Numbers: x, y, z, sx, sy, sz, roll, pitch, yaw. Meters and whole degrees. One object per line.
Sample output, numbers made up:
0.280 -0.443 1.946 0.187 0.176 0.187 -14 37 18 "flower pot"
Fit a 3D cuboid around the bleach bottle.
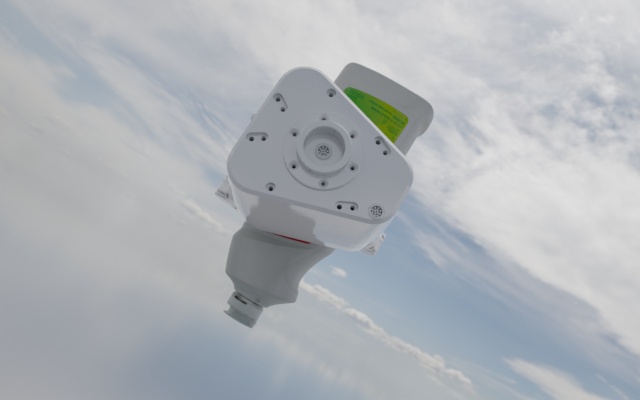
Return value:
0.000 0.001 0.433 0.102 0.250 0.068 30 -13 4 "bleach bottle"
